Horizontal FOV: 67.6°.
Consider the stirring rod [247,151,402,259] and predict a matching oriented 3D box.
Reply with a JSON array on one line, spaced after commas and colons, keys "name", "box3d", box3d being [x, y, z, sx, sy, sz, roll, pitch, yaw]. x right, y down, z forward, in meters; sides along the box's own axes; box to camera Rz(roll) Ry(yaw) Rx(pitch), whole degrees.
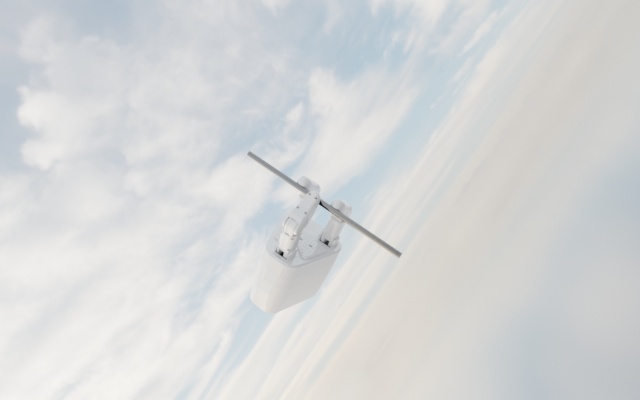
[{"name": "stirring rod", "box3d": [0.000, 0.002, 0.607, 0.239, 0.011, 0.011, 34, 10, 16]}]
